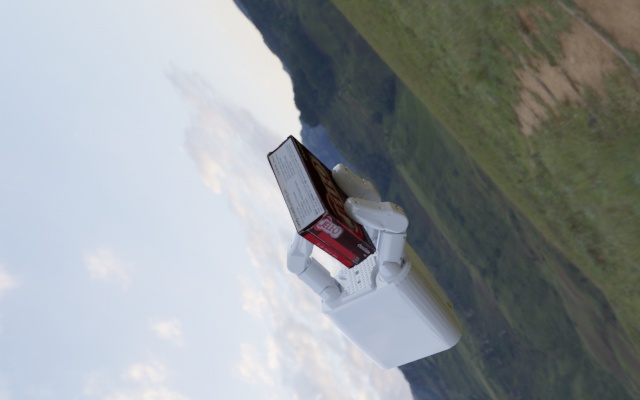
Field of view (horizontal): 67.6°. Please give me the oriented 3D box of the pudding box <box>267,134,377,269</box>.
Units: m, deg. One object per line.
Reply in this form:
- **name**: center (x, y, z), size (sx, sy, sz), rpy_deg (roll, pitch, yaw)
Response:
- **pudding box**: center (0.000, 0.002, 0.462), size (0.039, 0.113, 0.090), rpy_deg (-38, -43, 11)
